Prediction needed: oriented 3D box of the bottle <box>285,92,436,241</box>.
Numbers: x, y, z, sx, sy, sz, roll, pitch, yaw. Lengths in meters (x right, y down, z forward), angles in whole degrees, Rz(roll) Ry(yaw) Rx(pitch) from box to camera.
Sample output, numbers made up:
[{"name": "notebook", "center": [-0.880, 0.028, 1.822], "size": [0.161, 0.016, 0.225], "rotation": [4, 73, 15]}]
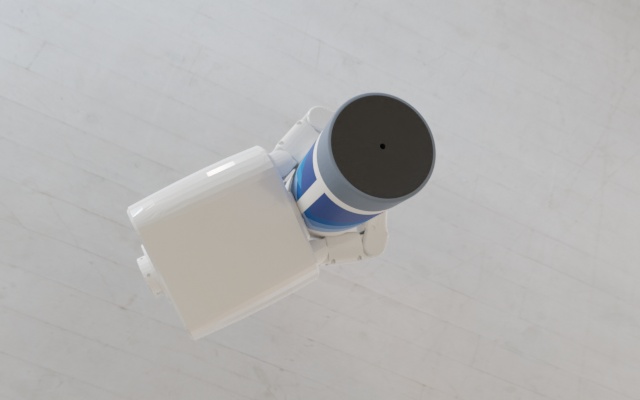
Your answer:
[{"name": "bottle", "center": [0.000, 0.001, 0.409], "size": [0.069, 0.069, 0.296], "rotation": [0, -13, -14]}]
